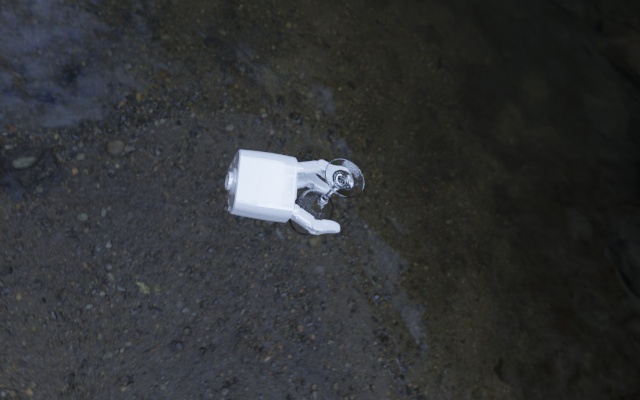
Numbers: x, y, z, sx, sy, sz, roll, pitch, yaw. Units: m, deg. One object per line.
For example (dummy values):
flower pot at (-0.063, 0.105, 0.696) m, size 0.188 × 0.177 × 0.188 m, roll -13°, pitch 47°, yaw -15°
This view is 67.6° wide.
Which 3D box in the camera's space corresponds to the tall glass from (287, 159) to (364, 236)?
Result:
tall glass at (0.001, 0.003, 0.887) m, size 0.079 × 0.079 × 0.201 m, roll 0°, pitch -25°, yaw -27°
